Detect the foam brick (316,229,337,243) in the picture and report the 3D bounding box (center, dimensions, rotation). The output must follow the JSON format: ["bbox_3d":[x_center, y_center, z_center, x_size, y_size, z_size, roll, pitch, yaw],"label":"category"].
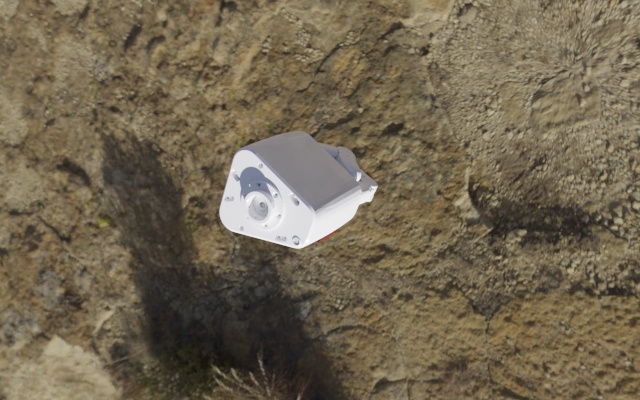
[{"bbox_3d":[0.000,0.002,0.584,0.053,0.078,0.051,29,26,18],"label":"foam brick"}]
